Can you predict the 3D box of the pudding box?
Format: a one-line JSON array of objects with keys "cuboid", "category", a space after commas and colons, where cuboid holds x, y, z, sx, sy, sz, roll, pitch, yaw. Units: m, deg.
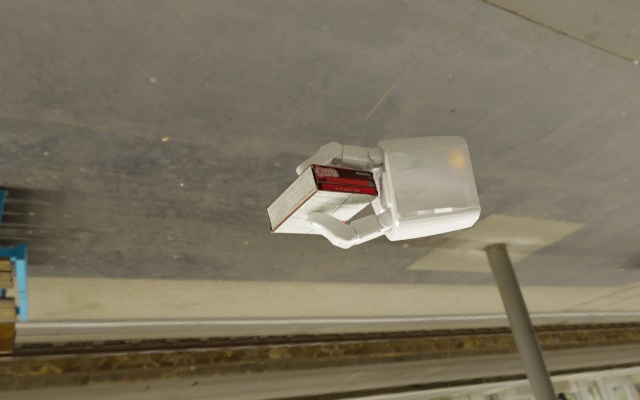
[{"cuboid": [0.000, 0.002, 0.572, 0.090, 0.039, 0.113, 6, -33, -35], "category": "pudding box"}]
